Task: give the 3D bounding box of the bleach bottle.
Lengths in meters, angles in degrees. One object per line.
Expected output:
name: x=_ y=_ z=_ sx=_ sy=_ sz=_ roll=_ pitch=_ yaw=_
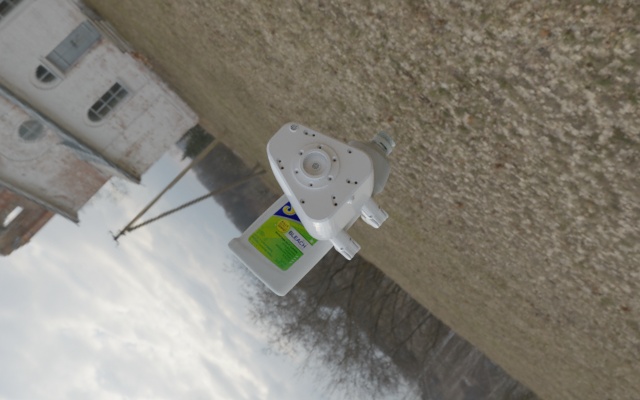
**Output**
bleach bottle: x=0.000 y=0.002 z=0.632 sx=0.102 sy=0.251 sz=0.068 roll=41 pitch=-7 yaw=10
